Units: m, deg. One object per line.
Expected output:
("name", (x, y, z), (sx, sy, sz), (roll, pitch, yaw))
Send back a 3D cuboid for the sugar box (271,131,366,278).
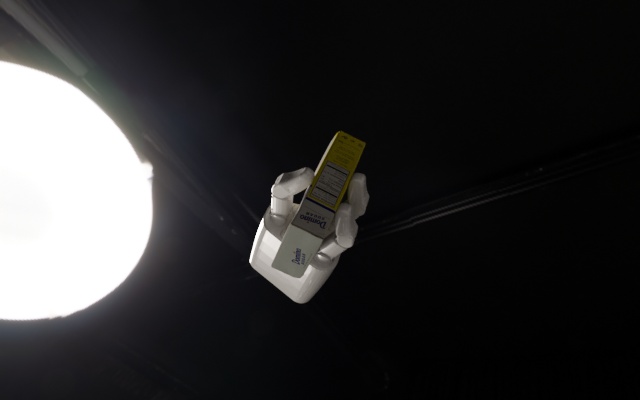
("sugar box", (0.001, 0.002, 0.586), (0.048, 0.176, 0.093), (24, -42, -2))
